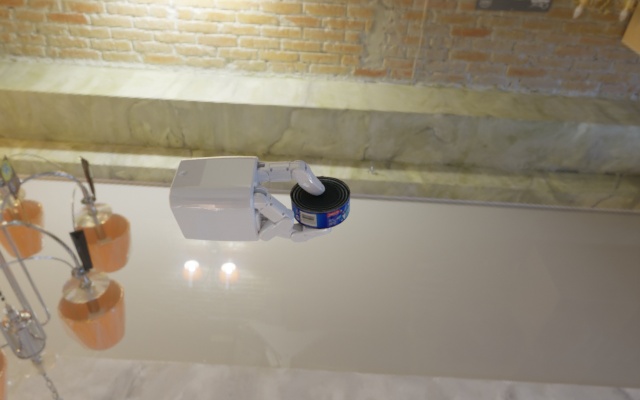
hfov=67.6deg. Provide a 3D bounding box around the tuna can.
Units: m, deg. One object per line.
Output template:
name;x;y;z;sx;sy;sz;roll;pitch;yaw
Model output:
tuna can;0.000;0.003;0.686;0.086;0.034;0.086;-2;37;1
